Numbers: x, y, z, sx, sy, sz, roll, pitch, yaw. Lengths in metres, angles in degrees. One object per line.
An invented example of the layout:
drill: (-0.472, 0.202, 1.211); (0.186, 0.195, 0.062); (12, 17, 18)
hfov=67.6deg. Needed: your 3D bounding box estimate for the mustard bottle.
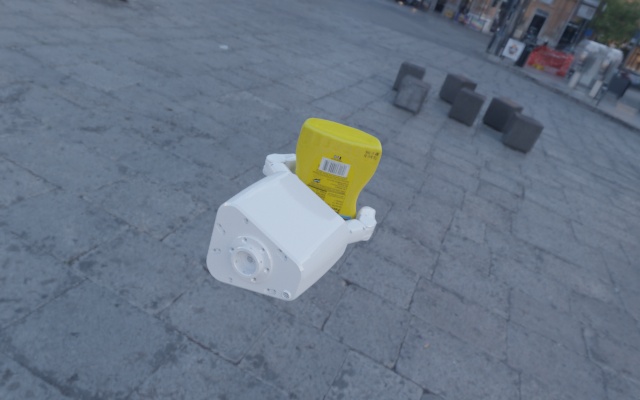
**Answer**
mustard bottle: (0.000, 0.002, 0.588); (0.096, 0.192, 0.058); (16, 27, -5)
